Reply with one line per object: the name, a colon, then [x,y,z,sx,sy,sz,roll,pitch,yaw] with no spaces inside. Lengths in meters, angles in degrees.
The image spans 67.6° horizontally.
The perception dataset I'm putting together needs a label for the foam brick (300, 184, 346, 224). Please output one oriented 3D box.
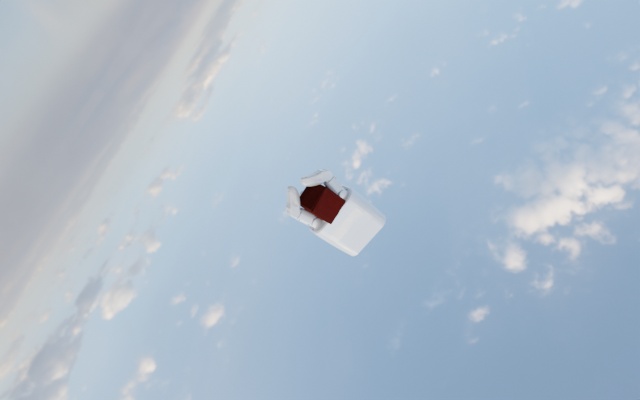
foam brick: [0.000,0.003,0.889,0.051,0.053,0.078,35,-4,-26]
